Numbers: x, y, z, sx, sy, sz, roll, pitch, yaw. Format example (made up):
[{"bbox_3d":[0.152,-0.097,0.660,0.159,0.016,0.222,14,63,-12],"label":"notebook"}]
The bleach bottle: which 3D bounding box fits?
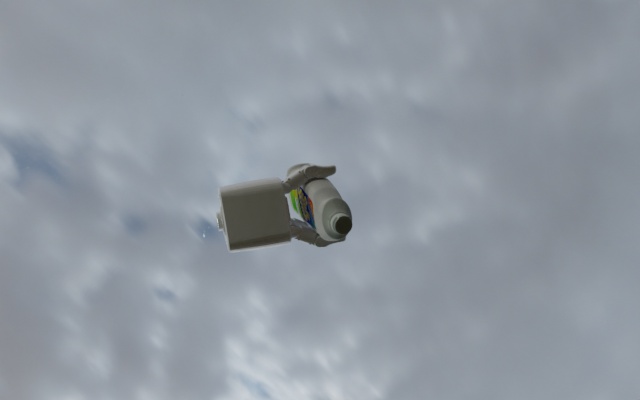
[{"bbox_3d":[0.000,0.003,0.825,0.068,0.102,0.250,-10,14,-14],"label":"bleach bottle"}]
